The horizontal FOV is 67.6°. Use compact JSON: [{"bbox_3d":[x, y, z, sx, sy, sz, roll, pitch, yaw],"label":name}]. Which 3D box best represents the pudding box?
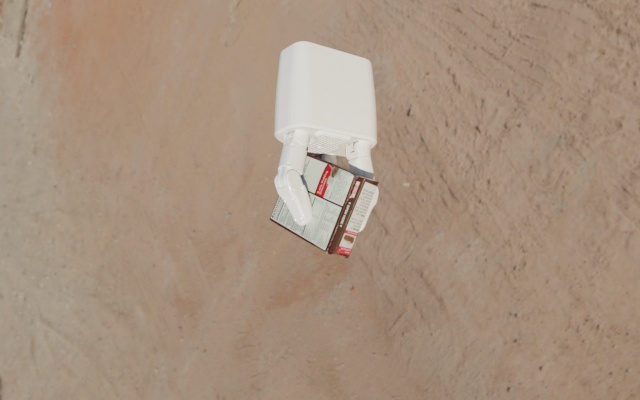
[{"bbox_3d":[0.000,0.002,0.530,0.039,0.090,0.113,17,6,-41],"label":"pudding box"}]
